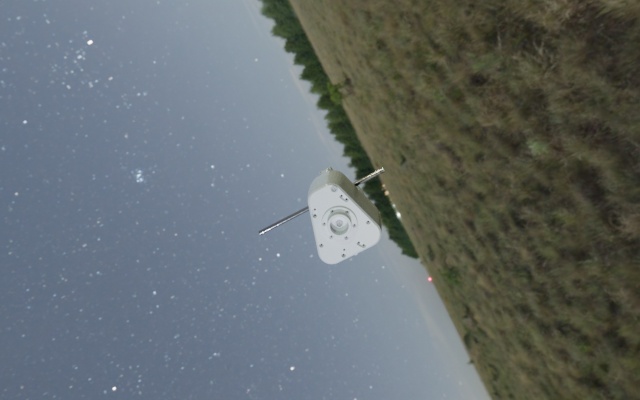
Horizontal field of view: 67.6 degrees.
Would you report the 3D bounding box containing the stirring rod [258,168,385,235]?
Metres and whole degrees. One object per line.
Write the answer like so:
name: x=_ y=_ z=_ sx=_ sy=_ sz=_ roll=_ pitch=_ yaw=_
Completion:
stirring rod: x=0.000 y=0.003 z=0.813 sx=0.239 sy=0.011 sz=0.011 roll=-27 pitch=-4 yaw=8
